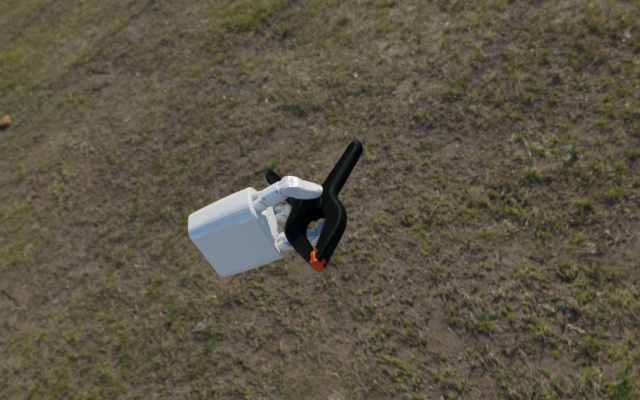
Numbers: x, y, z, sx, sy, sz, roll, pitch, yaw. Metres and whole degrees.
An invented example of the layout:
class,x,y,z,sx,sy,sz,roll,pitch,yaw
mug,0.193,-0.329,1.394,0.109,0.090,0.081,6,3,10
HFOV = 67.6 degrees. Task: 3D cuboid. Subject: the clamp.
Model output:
class,x,y,z,sx,sy,sz,roll,pitch,yaw
clamp,0.000,0.002,0.695,0.164,0.209,0.036,-23,-42,14
